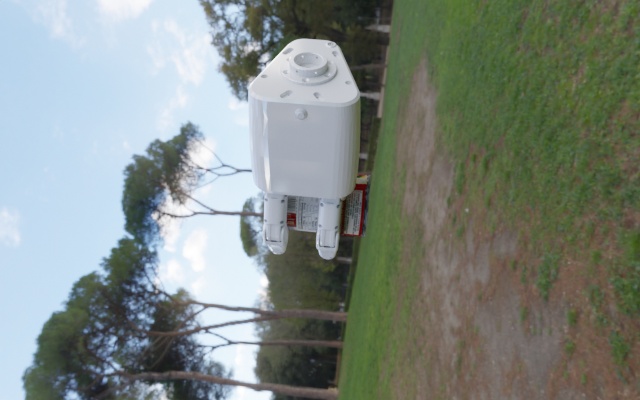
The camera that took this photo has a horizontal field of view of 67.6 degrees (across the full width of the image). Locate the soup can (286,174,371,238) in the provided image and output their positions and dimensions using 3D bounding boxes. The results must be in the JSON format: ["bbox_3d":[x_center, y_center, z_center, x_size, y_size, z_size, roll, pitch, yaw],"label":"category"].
[{"bbox_3d":[0.000,0.002,0.517,0.102,0.068,0.068,5,0,3],"label":"soup can"}]
